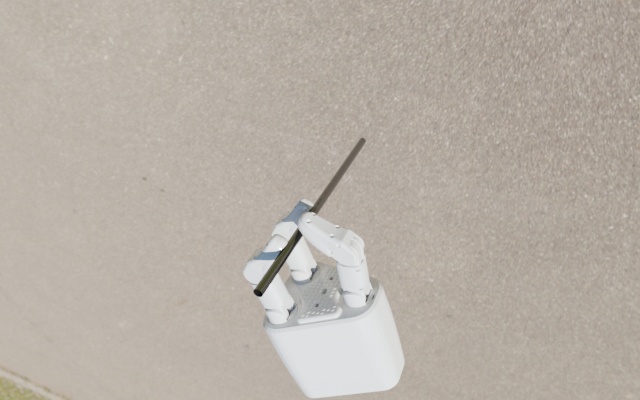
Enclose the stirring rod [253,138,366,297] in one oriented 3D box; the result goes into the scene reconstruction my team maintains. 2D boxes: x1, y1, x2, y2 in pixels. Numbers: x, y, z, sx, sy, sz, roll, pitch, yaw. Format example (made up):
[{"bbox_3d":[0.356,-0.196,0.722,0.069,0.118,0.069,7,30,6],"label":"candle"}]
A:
[{"bbox_3d":[0.000,0.001,0.444,0.011,0.011,0.239,0,34,28],"label":"stirring rod"}]
